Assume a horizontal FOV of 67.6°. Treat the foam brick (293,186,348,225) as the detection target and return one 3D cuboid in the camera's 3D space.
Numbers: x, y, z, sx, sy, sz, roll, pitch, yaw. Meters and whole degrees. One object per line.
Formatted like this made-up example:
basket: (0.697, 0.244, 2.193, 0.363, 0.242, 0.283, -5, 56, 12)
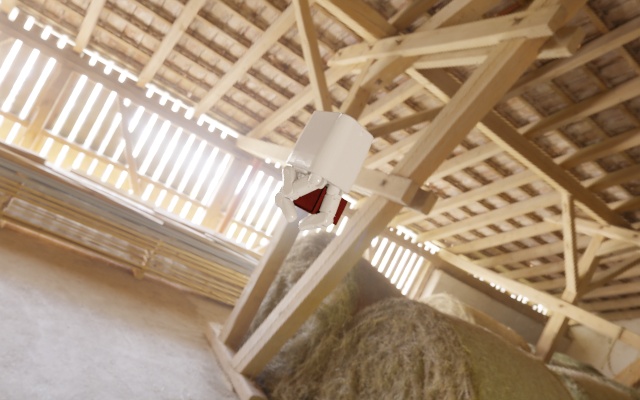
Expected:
foam brick: (0.000, 0.003, 0.826, 0.053, 0.051, 0.078, 23, -5, 39)
